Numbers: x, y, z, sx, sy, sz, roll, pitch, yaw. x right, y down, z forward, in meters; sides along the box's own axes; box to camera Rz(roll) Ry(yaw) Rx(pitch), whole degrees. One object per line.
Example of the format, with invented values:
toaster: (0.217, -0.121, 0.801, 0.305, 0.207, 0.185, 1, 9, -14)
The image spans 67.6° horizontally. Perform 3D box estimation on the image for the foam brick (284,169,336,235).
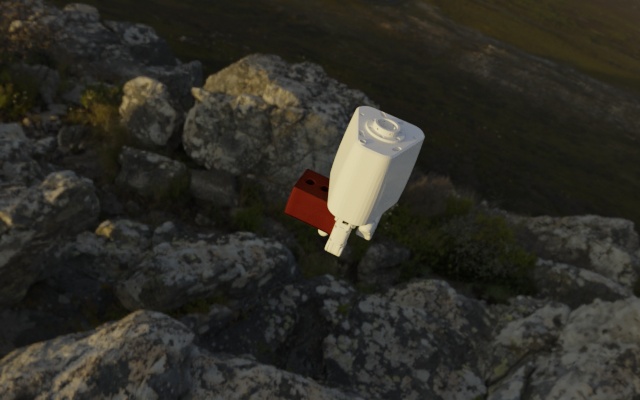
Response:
foam brick: (0.000, 0.002, 0.648, 0.078, 0.051, 0.053, 25, 39, 7)
